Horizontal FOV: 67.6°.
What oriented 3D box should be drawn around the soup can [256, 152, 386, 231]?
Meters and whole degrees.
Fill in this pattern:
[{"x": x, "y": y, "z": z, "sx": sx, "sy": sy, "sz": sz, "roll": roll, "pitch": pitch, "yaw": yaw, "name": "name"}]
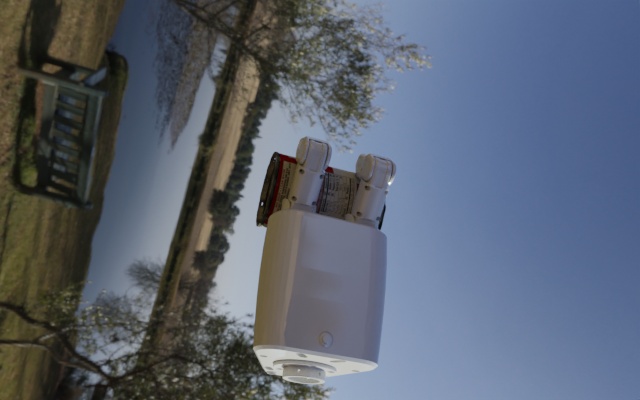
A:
[{"x": 0.000, "y": 0.001, "z": 0.429, "sx": 0.102, "sy": 0.068, "sz": 0.068, "roll": 14, "pitch": -3, "yaw": -13, "name": "soup can"}]
